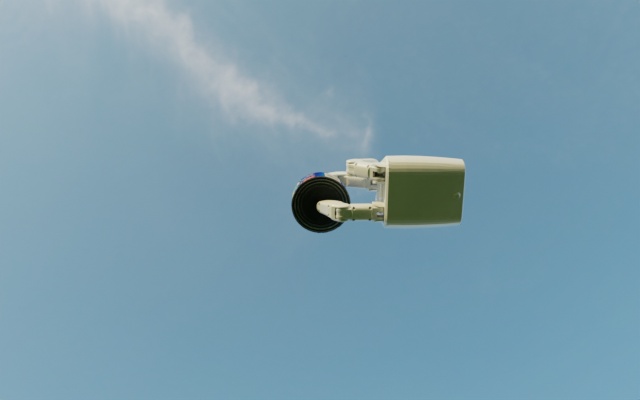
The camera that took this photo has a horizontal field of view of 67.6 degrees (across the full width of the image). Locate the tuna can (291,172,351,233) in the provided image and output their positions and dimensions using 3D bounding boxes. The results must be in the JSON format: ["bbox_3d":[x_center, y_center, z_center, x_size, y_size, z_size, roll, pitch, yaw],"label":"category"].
[{"bbox_3d":[0.000,0.002,0.703,0.086,0.086,0.033,0,17,-3],"label":"tuna can"}]
